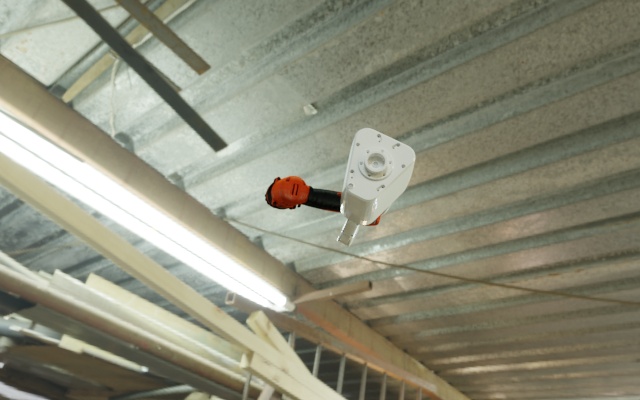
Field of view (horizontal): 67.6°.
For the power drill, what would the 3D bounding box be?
[{"bbox_3d":[0.001,0.003,0.830,0.187,0.057,0.184,10,-4,-15],"label":"power drill"}]
